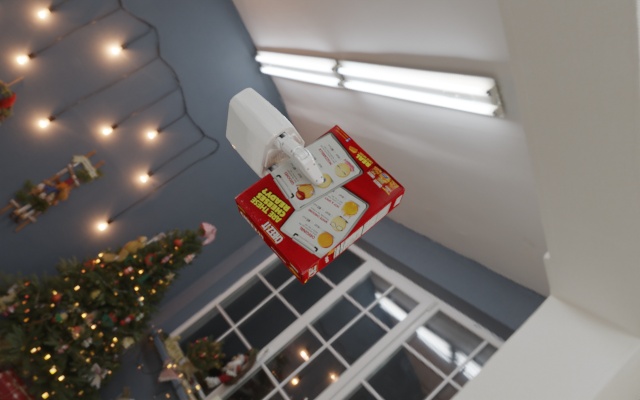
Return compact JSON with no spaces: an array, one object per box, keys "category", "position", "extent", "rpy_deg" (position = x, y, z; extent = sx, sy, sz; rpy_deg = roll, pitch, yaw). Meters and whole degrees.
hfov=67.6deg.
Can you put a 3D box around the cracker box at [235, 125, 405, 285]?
[{"category":"cracker box","position":[0.000,0.002,0.764],"extent":[0.213,0.164,0.072],"rpy_deg":[-38,-20,-17]}]
